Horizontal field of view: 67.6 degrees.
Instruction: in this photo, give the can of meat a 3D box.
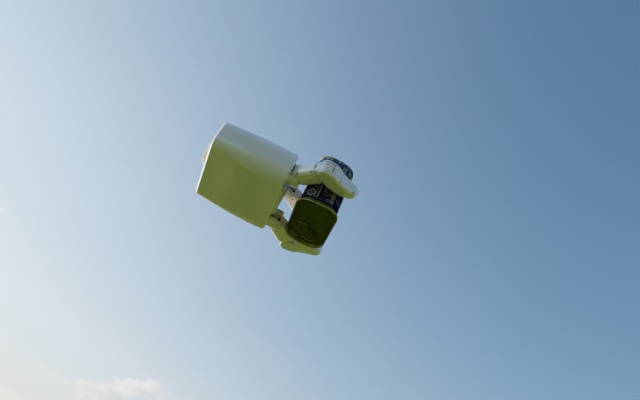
[{"bbox_3d":[0.000,0.002,0.649,0.057,0.084,0.102,25,-36,0],"label":"can of meat"}]
